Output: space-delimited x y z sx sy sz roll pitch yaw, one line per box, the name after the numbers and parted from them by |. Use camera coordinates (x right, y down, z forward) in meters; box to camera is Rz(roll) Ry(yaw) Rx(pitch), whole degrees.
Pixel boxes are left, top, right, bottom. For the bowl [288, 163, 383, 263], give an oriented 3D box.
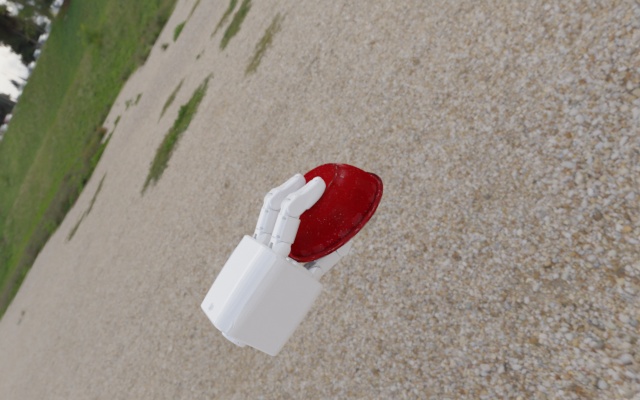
0.001 0.001 0.622 0.055 0.162 0.162 49 -25 -24 | bowl
